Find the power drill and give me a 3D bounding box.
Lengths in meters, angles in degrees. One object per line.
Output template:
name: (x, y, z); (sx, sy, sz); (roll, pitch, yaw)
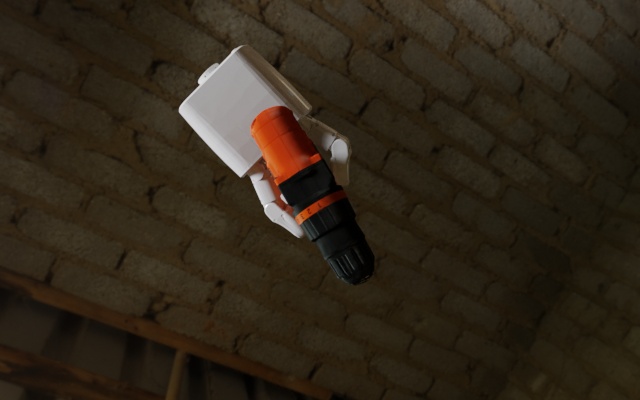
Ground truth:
power drill: (0.000, 0.002, 0.511); (0.057, 0.184, 0.188); (-29, -7, -1)
